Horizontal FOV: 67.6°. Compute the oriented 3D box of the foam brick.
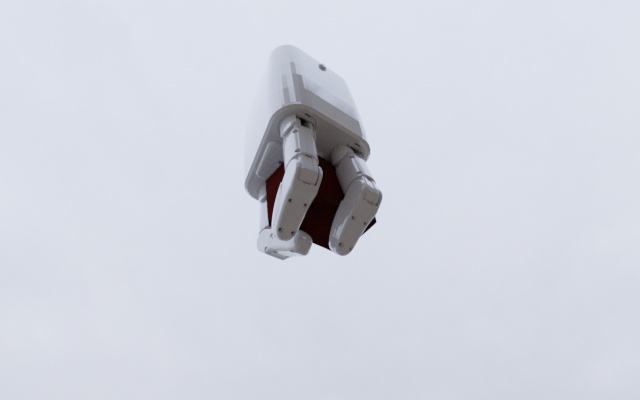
[{"bbox_3d":[0.000,0.002,0.407,0.078,0.051,0.053,26,-53,-32],"label":"foam brick"}]
